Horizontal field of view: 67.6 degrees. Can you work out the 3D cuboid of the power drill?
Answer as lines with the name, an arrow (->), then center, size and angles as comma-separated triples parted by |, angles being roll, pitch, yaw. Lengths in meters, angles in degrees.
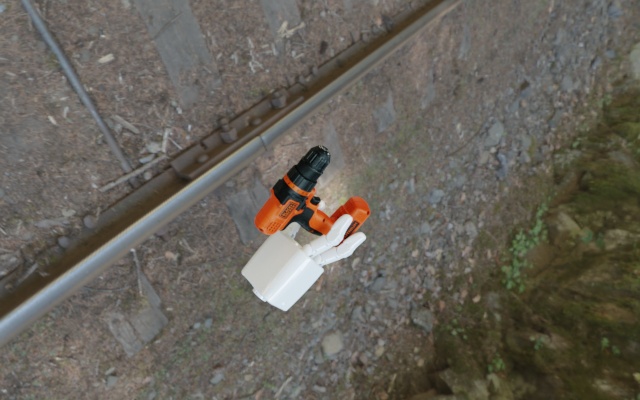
power drill -> 0.000, 0.003, 0.848 | 0.188, 0.184, 0.057 | 25, 25, -39
